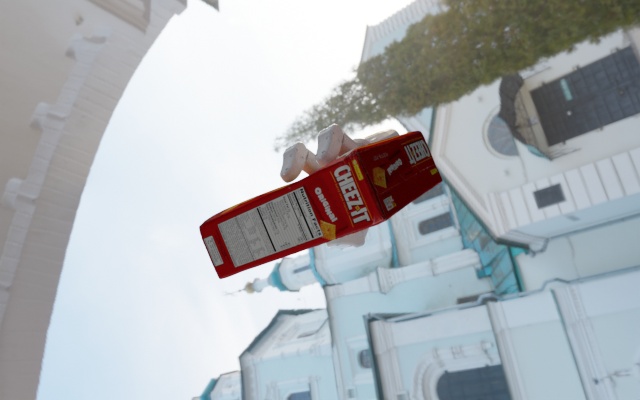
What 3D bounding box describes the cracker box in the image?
[{"bbox_3d":[0.000,0.002,0.514,0.214,0.072,0.164,-23,2,34],"label":"cracker box"}]
